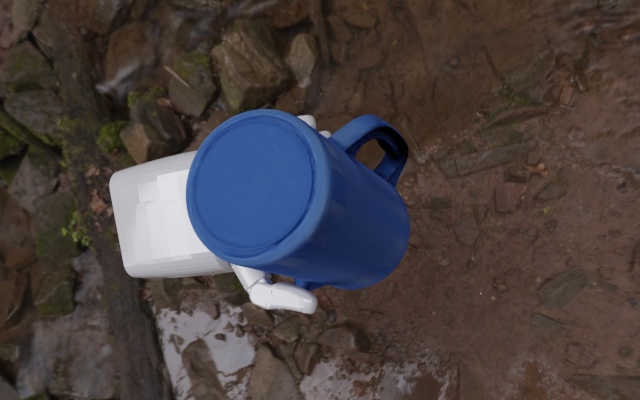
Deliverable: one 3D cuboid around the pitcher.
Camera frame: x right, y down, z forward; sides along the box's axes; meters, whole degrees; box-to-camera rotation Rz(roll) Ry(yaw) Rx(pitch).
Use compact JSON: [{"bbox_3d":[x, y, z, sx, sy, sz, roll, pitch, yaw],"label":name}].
[{"bbox_3d":[0.000,0.001,0.420,0.145,0.149,0.243,-8,-13,18],"label":"pitcher"}]
